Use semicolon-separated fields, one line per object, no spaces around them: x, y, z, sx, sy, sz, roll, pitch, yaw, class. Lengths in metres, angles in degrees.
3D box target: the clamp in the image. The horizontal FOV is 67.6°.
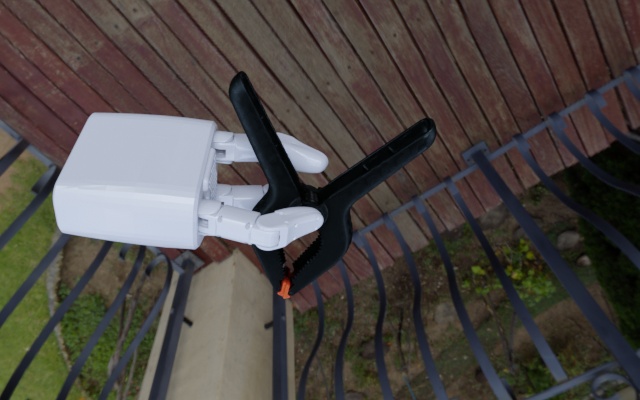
0.000;0.002;0.414;0.164;0.210;0.036;7;32;-4;clamp
